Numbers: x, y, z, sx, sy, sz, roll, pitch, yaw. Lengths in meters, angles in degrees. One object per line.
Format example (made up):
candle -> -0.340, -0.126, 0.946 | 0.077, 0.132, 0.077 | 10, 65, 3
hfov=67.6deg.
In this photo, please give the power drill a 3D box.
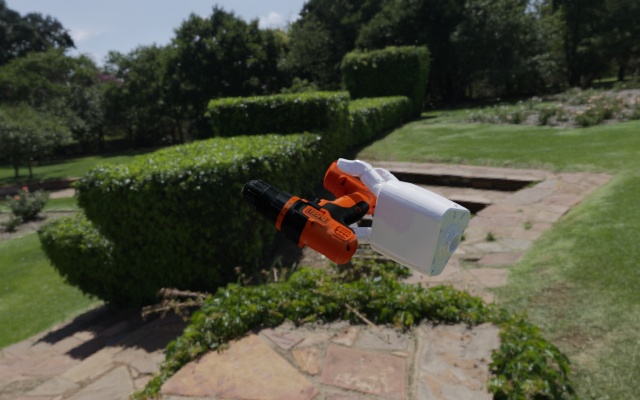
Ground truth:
power drill -> 0.001, 0.002, 0.716 | 0.184, 0.057, 0.187 | 33, 36, 15
